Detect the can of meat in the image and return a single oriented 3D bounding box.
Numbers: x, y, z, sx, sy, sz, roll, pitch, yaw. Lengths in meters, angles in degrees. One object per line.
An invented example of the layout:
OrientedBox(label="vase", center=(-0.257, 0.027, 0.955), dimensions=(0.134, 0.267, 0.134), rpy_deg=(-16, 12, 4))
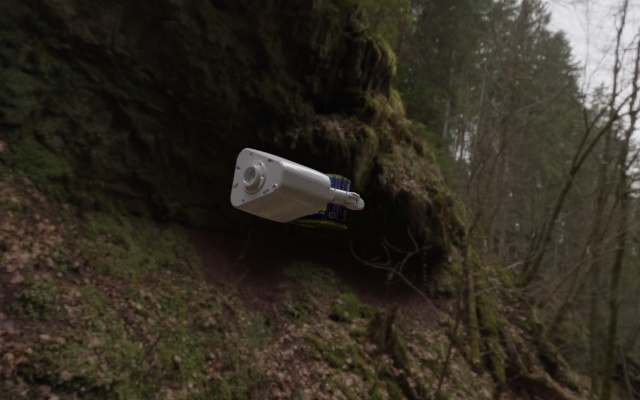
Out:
OrientedBox(label="can of meat", center=(0.000, 0.002, 0.813), dimensions=(0.102, 0.084, 0.057), rpy_deg=(0, -12, 44))
